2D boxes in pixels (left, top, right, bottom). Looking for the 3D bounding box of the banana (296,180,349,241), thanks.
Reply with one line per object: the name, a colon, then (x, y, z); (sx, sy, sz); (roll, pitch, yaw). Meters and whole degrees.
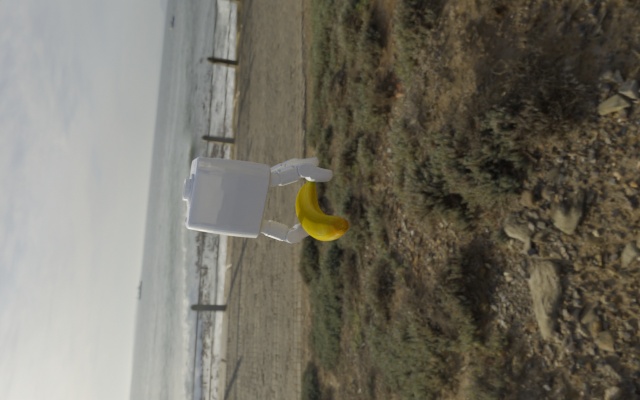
banana: (-0.006, 0.018, 0.711); (0.037, 0.070, 0.197); (9, 22, -20)
